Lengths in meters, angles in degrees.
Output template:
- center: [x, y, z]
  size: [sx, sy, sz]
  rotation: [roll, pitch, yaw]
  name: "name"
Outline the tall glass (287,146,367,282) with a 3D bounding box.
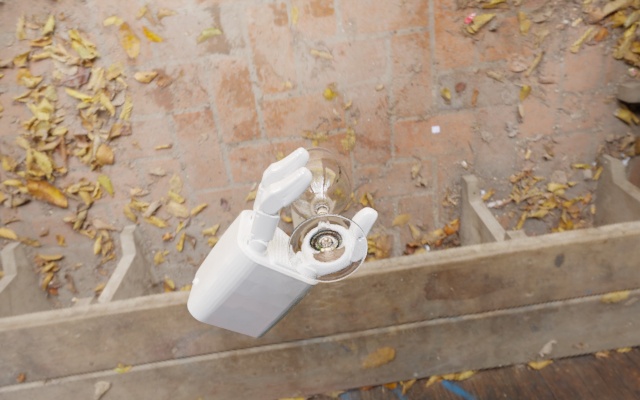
- center: [0.000, 0.002, 0.529]
  size: [0.079, 0.079, 0.201]
  rotation: [0, 26, -4]
  name: "tall glass"
